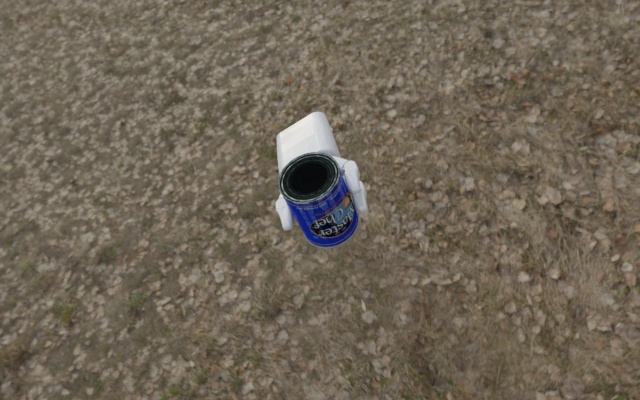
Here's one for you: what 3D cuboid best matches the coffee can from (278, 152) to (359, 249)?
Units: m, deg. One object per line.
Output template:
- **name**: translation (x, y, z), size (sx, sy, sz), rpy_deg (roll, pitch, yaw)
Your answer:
- **coffee can**: translation (0.000, 0.003, 0.799), size (0.103, 0.102, 0.140), rpy_deg (0, -35, 19)
